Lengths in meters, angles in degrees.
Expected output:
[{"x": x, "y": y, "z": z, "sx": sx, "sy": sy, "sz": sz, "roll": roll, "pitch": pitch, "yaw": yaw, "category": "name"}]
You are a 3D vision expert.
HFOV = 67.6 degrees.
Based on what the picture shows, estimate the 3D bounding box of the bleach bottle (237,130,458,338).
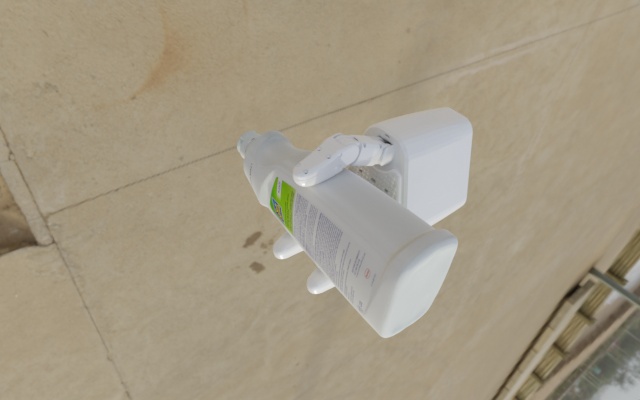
[{"x": 0.000, "y": 0.002, "z": 0.435, "sx": 0.068, "sy": 0.103, "sz": 0.250, "roll": -22, "pitch": 48, "yaw": -33, "category": "bleach bottle"}]
